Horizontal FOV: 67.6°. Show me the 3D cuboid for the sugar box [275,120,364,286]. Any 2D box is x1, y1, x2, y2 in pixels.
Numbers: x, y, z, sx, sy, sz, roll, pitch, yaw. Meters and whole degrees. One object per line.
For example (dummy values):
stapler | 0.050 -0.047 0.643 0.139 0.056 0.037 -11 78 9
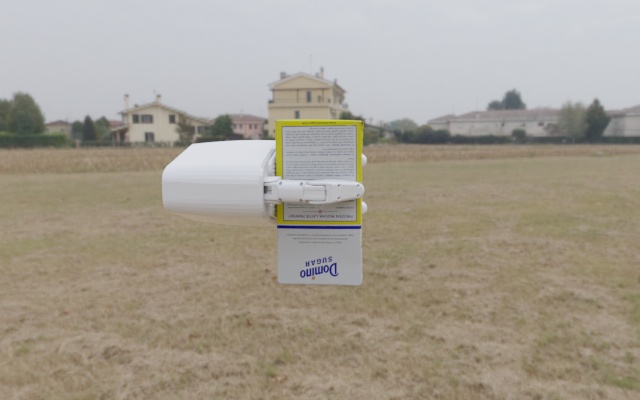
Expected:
sugar box | 0.000 0.002 0.520 0.093 0.176 0.048 1 8 6
